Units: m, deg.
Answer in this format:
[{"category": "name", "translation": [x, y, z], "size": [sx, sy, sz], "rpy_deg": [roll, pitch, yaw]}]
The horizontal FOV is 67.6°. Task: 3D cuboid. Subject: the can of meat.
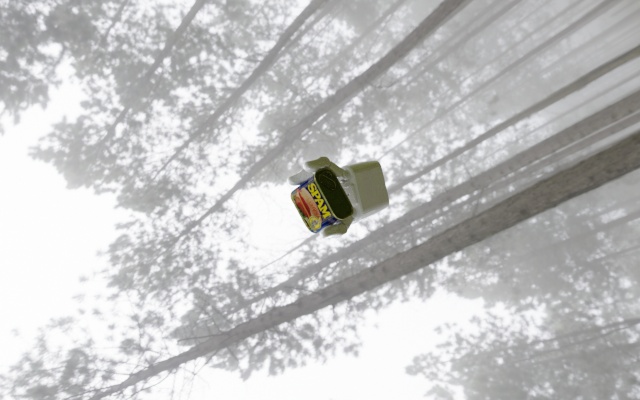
[{"category": "can of meat", "translation": [0.000, 0.003, 0.899], "size": [0.057, 0.102, 0.084], "rpy_deg": [-23, -7, -47]}]
